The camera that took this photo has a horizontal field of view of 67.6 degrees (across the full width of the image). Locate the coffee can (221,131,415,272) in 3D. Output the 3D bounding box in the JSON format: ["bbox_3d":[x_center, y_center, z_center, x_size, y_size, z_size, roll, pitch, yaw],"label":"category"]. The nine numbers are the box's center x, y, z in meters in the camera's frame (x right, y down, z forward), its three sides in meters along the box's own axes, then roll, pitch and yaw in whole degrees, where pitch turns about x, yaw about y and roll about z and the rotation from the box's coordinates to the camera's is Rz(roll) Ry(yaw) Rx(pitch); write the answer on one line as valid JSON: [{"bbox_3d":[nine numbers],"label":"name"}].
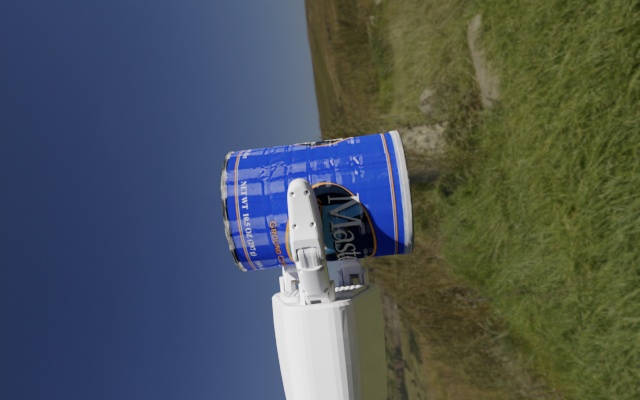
[{"bbox_3d":[0.000,0.001,0.400,0.140,0.103,0.103,-7,-1,4],"label":"coffee can"}]
